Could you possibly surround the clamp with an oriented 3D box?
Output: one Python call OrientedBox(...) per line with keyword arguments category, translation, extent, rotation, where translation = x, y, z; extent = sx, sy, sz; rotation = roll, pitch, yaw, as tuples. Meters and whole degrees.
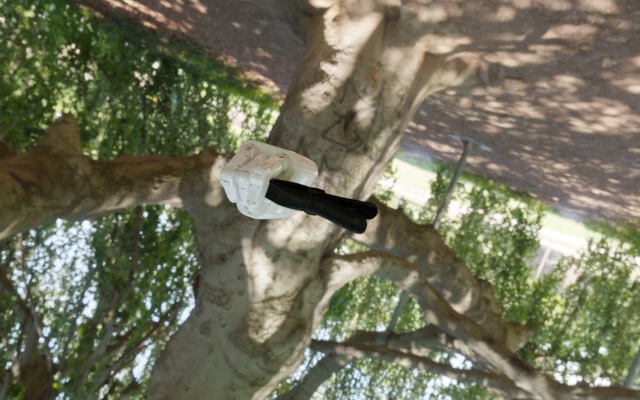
OrientedBox(category="clamp", translation=(0.000, 0.003, 0.664), extent=(0.171, 0.039, 0.120), rotation=(22, 8, 19))
